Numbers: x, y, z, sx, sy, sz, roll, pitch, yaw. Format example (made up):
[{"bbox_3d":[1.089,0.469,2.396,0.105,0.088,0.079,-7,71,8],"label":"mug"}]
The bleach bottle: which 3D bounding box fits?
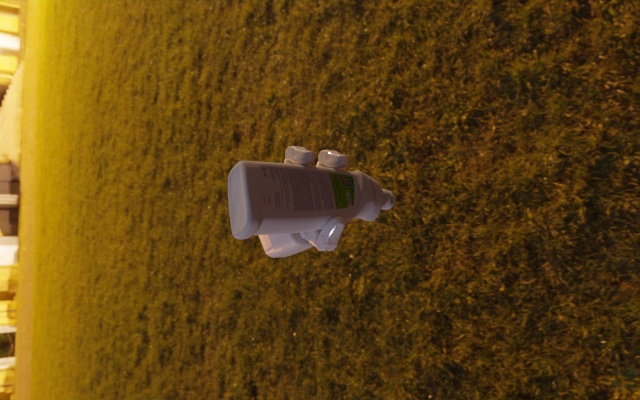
[{"bbox_3d":[0.000,0.002,0.674,0.251,0.102,0.068,3,-21,-31],"label":"bleach bottle"}]
